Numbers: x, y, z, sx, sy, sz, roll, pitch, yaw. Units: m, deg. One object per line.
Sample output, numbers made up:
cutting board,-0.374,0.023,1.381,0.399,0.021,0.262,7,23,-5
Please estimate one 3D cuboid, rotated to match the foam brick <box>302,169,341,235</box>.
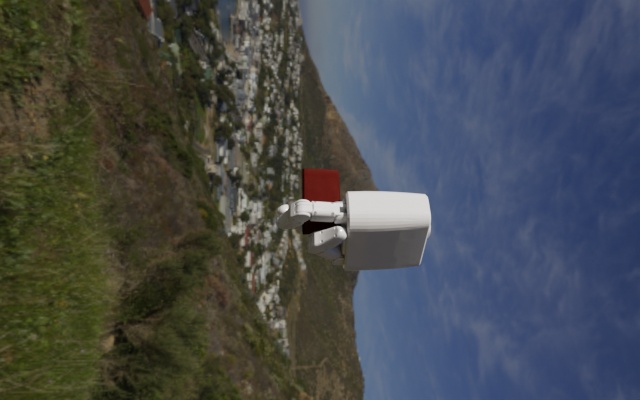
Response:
foam brick,0.000,0.002,0.655,0.051,0.078,0.053,-1,-29,-2
